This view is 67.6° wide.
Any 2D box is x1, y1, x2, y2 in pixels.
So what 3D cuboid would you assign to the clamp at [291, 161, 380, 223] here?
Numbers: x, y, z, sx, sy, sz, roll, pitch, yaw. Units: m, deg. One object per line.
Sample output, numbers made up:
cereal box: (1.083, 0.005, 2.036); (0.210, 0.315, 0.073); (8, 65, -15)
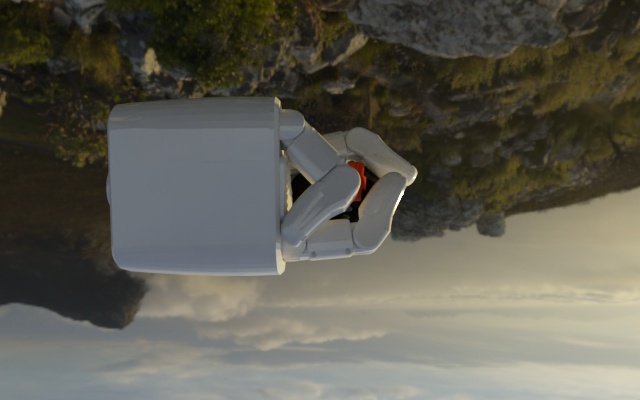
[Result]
clamp: (0.000, 0.002, 0.405); (0.120, 0.039, 0.171); (-1, -14, 0)
